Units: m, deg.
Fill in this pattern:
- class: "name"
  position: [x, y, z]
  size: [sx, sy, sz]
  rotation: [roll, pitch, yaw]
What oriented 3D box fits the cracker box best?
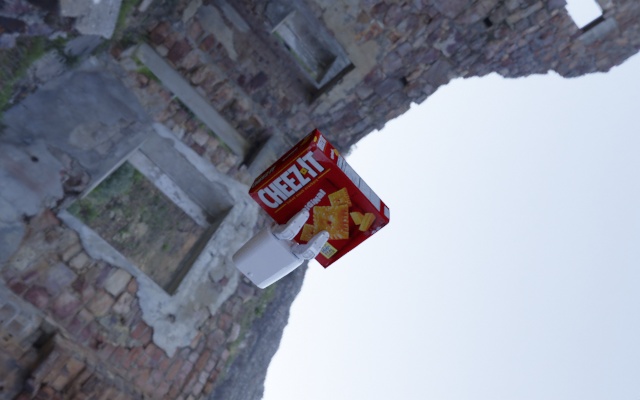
- class: "cracker box"
  position: [0.000, 0.003, 0.885]
  size: [0.164, 0.214, 0.072]
  rotation: [-37, 18, 22]
